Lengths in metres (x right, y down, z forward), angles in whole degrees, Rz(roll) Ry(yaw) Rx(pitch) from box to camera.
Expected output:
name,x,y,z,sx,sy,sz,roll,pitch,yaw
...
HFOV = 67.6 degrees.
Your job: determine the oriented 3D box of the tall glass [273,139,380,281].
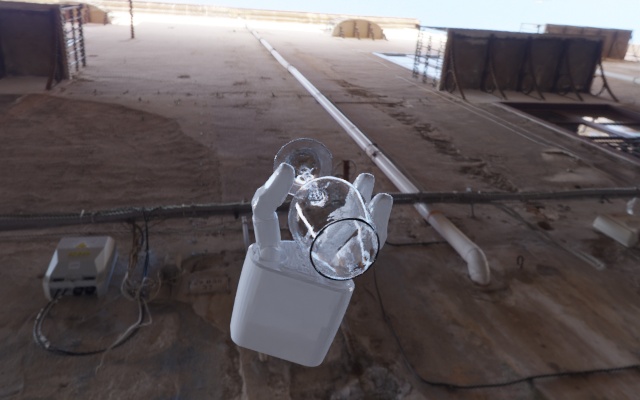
name,x,y,z,sx,sy,sz,roll,pitch,yaw
tall glass,0.000,0.001,0.491,0.079,0.079,0.201,0,24,-13
